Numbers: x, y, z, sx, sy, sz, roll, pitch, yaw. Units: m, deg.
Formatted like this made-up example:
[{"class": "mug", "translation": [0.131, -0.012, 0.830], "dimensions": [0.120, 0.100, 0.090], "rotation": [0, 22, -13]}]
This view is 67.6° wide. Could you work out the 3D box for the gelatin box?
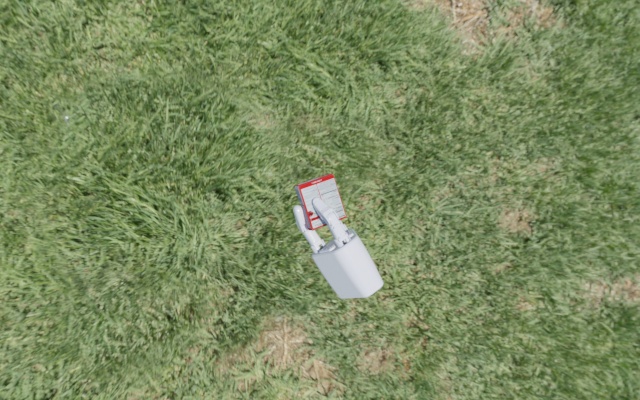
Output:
[{"class": "gelatin box", "translation": [0.000, 0.003, 0.891], "dimensions": [0.073, 0.089, 0.030], "rotation": [-20, 8, -18]}]
